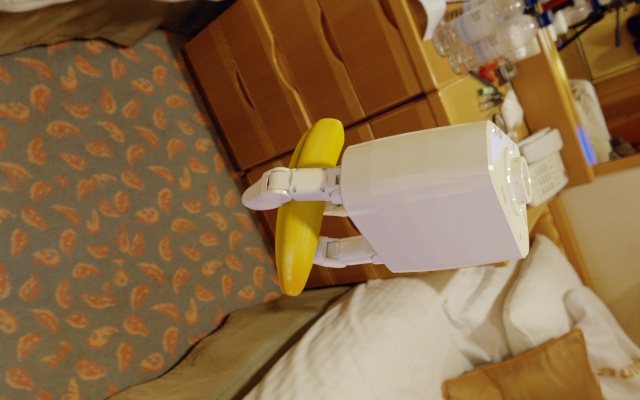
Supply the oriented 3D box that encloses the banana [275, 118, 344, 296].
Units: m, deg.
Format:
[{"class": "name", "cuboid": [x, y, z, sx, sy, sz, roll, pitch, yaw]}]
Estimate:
[{"class": "banana", "cuboid": [-0.005, -0.014, 0.416, 0.037, 0.070, 0.197, -3, 43, 22]}]
